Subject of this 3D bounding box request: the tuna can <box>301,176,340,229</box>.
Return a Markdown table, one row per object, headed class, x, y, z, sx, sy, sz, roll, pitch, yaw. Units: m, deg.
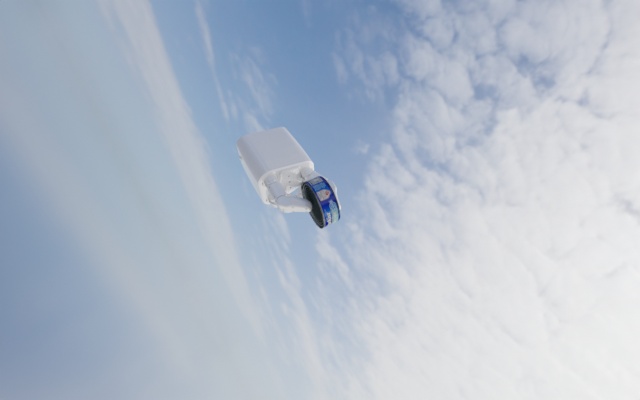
| class | x | y | z | sx | sy | sz | roll | pitch | yaw |
| --- | --- | --- | --- | --- | --- | --- | --- | --- | --- |
| tuna can | 0.001 | 0.002 | 0.812 | 0.034 | 0.086 | 0.086 | -23 | 6 | -15 |
